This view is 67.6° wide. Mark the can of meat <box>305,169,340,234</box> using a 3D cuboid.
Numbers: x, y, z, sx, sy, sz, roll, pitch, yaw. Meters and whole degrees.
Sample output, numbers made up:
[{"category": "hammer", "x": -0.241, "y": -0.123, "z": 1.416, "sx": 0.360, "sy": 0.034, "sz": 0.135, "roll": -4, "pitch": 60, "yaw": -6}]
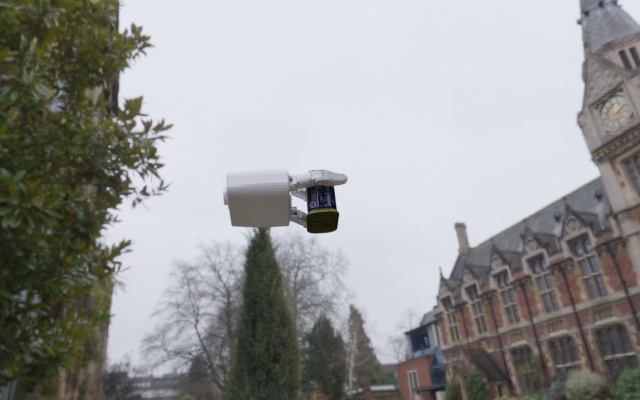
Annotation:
[{"category": "can of meat", "x": 0.000, "y": 0.002, "z": 0.860, "sx": 0.057, "sy": 0.084, "sz": 0.102, "roll": -4, "pitch": -25, "yaw": -3}]
